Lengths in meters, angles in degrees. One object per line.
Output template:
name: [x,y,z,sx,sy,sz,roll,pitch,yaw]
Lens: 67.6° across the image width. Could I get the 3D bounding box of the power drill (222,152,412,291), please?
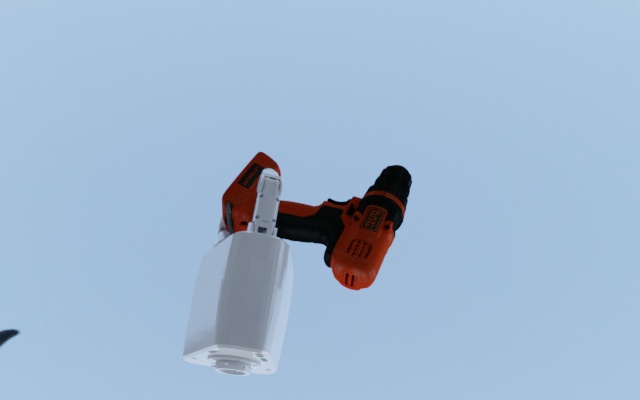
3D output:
power drill: [0.000,0.002,0.538,0.187,0.057,0.184,15,42,16]
